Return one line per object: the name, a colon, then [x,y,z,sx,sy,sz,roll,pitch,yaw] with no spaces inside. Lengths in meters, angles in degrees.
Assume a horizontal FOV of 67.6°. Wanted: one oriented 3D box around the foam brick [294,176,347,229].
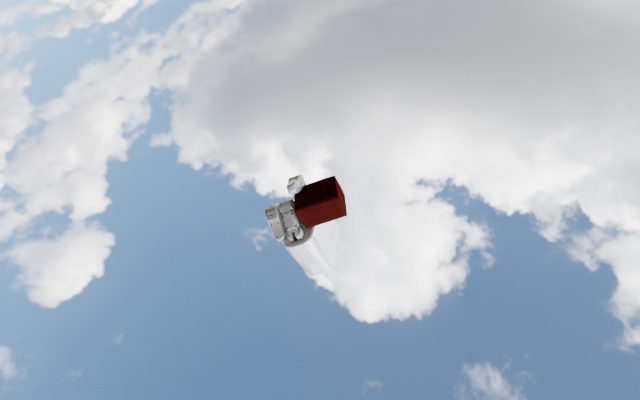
foam brick: [0.000,0.003,0.806,0.078,0.053,0.051,-18,-46,14]
